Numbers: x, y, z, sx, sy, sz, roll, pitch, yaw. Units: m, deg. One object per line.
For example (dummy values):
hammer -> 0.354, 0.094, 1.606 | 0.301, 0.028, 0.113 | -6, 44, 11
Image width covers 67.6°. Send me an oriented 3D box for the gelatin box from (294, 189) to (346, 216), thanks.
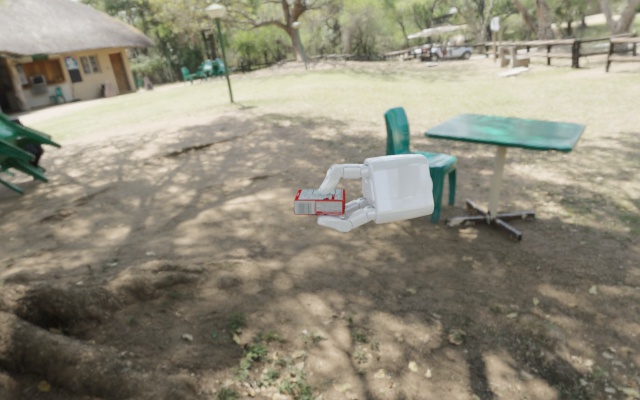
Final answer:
gelatin box -> 0.000, 0.002, 0.851 | 0.089, 0.030, 0.073 | 0, 16, 4
